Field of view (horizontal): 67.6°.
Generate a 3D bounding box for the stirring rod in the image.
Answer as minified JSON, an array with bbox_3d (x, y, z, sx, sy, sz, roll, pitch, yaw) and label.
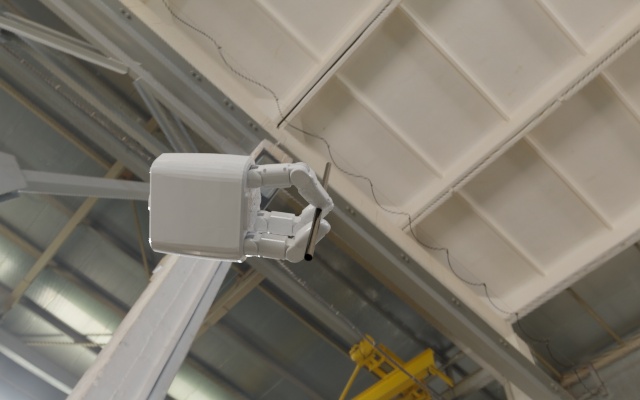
[{"bbox_3d":[0.000,0.002,0.550,0.011,0.011,0.239,0,25,6],"label":"stirring rod"}]
